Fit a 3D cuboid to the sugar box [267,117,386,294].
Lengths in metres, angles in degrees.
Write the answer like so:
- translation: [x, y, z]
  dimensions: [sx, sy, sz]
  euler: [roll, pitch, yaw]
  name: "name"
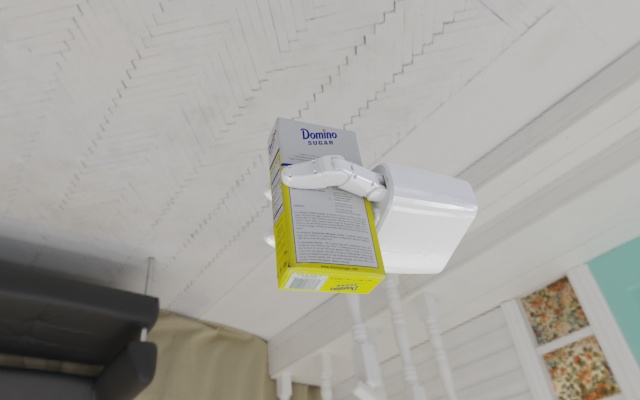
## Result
- translation: [0.000, 0.002, 0.472]
  dimensions: [0.093, 0.176, 0.048]
  euler: [8, -40, -21]
  name: "sugar box"
